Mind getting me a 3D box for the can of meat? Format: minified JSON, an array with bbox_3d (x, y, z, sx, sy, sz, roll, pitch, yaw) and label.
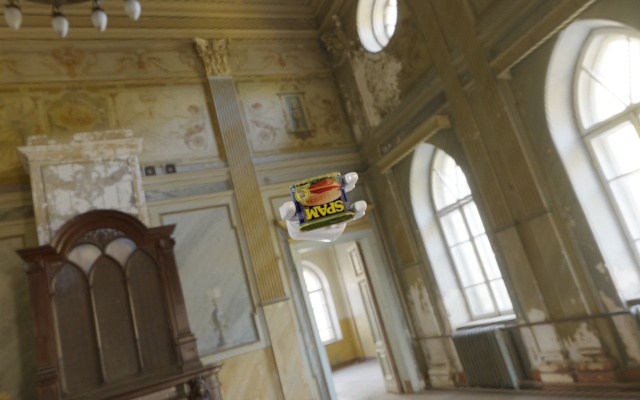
[{"bbox_3d":[0.000,0.003,0.867,0.102,0.084,0.057,-15,-15,-5],"label":"can of meat"}]
